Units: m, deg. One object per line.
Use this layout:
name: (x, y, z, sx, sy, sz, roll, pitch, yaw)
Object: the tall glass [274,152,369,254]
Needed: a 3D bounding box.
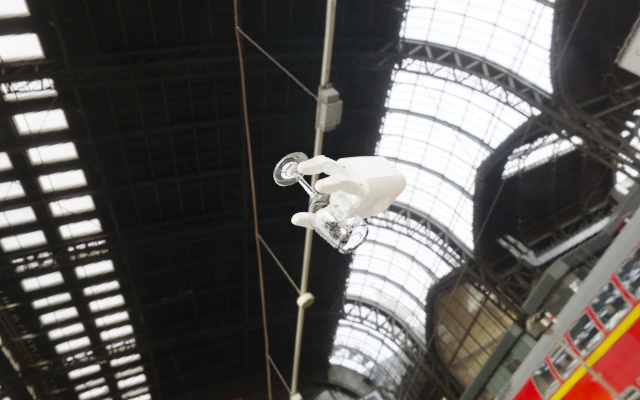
tall glass: (0.000, 0.002, 0.824, 0.079, 0.079, 0.201, 0, 38, -43)
